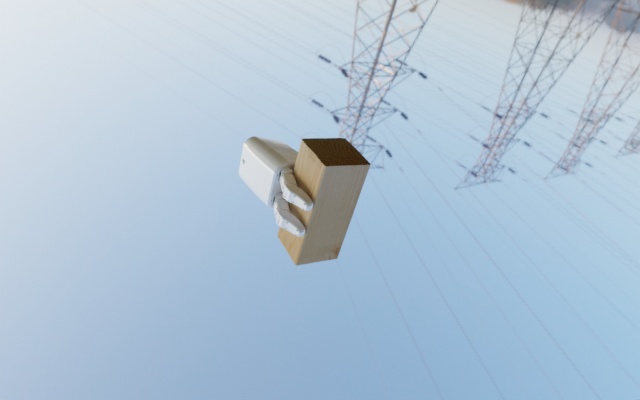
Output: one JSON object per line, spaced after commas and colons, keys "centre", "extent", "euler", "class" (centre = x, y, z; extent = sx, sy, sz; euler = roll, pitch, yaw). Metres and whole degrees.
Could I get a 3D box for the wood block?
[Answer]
{"centre": [0.000, 0.003, 0.834], "extent": [0.091, 0.206, 0.090], "euler": [-6, 39, -31], "class": "wood block"}
